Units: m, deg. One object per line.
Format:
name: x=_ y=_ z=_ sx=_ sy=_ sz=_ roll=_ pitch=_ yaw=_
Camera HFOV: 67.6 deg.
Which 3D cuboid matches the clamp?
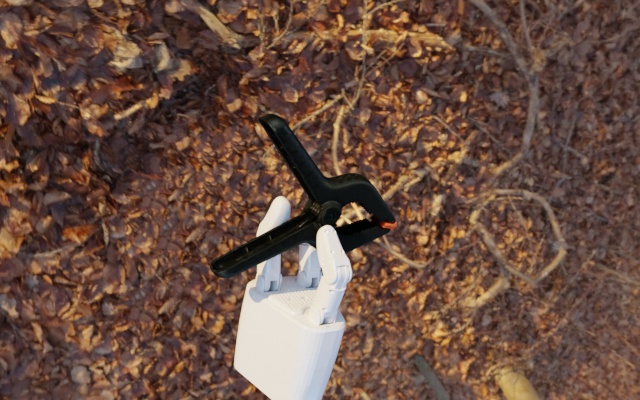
clamp: x=0.001 y=0.002 z=0.493 sx=0.210 sy=0.165 sz=0.036 roll=2 pitch=23 yaw=-35
